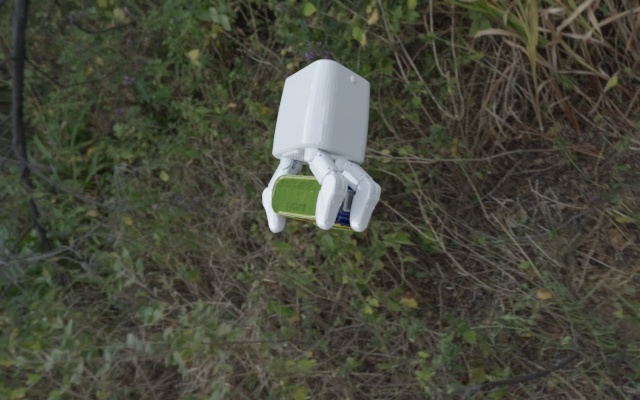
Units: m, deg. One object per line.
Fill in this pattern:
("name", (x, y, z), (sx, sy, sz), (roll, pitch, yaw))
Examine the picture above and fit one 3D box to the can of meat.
("can of meat", (0.000, 0.002, 0.597), (0.102, 0.057, 0.084), (5, -7, 43))
